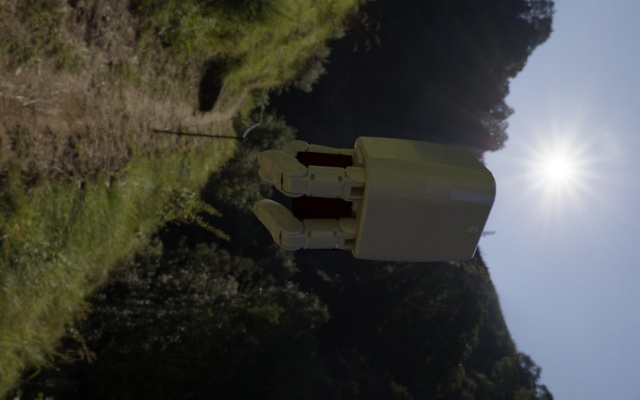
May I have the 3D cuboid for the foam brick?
[{"bbox_3d":[0.000,0.002,0.444,0.051,0.078,0.053,5,38,-1],"label":"foam brick"}]
